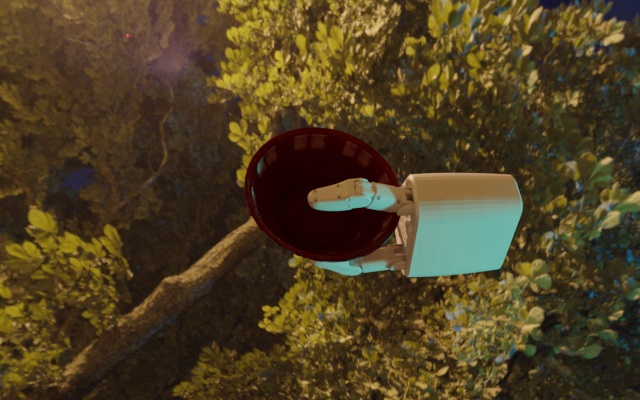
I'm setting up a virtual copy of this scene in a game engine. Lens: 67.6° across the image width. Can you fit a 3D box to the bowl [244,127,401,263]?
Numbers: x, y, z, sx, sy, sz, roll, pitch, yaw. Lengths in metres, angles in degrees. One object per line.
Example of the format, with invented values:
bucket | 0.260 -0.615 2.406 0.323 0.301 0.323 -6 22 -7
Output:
bowl | -0.001 0.002 0.501 0.162 0.162 0.055 0 -32 -13
